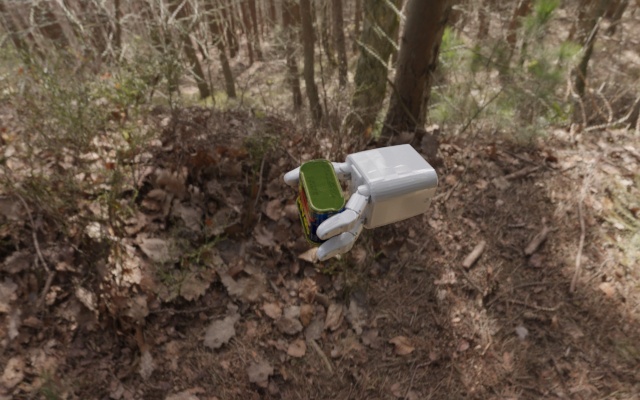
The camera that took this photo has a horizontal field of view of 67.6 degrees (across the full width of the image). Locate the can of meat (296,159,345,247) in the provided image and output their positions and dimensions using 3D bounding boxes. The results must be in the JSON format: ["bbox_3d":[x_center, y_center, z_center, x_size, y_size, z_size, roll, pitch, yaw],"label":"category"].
[{"bbox_3d":[0.000,0.002,0.702,0.057,0.102,0.084,-10,-36,-11],"label":"can of meat"}]
